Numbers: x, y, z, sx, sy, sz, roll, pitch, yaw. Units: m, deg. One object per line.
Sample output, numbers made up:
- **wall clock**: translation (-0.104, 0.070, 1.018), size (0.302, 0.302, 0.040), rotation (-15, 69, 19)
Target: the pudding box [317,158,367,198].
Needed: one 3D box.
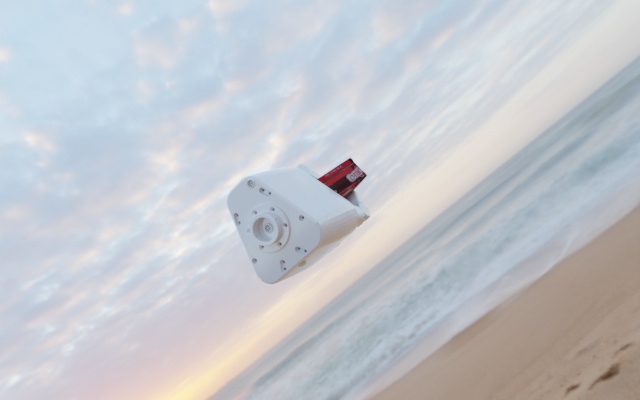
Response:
- **pudding box**: translation (0.000, 0.002, 0.634), size (0.090, 0.039, 0.113), rotation (-33, -10, -40)
